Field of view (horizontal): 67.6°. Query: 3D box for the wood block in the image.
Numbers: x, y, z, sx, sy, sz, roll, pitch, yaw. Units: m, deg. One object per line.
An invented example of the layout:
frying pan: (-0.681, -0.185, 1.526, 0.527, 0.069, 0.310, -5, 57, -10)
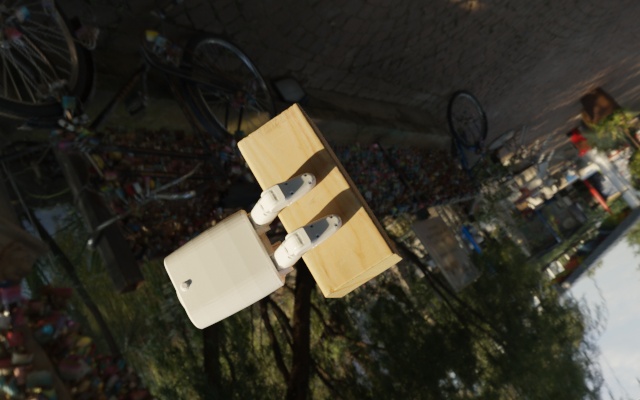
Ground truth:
wood block: (0.000, 0.002, 0.565, 0.090, 0.206, 0.091, -33, -17, 6)
